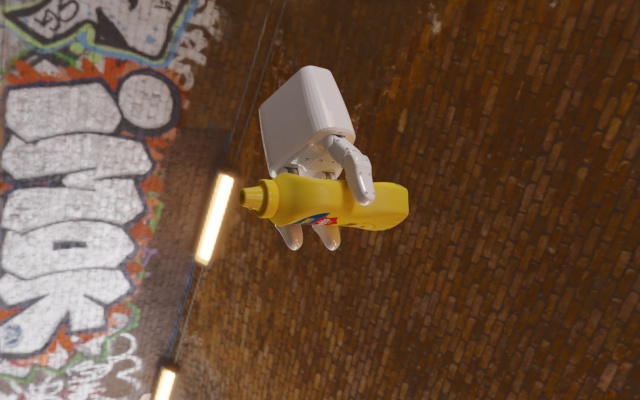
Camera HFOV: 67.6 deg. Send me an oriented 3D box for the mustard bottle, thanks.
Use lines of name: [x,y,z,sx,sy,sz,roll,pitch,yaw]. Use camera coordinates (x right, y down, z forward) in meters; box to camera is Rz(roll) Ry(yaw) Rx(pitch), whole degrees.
mustard bottle: [0.000,0.002,0.543,0.191,0.058,0.096,5,-9,-32]
